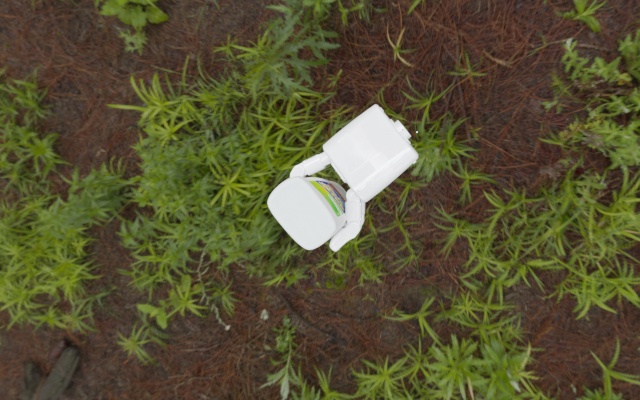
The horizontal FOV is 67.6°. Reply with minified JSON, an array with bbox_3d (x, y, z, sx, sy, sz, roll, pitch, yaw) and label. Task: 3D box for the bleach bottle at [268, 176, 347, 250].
[{"bbox_3d":[0.000,0.003,0.755,0.068,0.102,0.251,-39,-1,14],"label":"bleach bottle"}]
